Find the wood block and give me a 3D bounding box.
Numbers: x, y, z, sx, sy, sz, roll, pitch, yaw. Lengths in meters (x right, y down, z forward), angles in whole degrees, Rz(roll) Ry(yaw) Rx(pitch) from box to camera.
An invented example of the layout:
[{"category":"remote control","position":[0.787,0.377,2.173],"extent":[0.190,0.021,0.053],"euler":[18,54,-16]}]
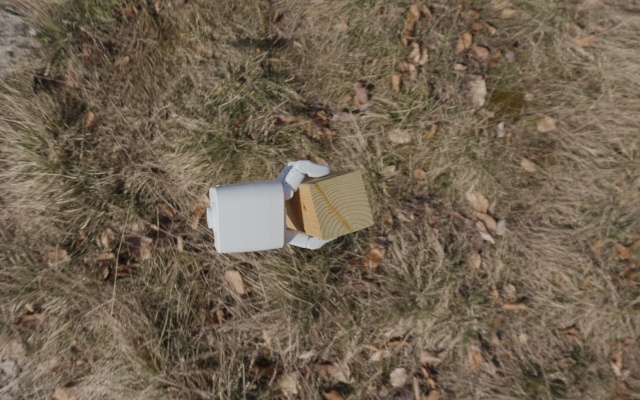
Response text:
[{"category":"wood block","position":[0.000,0.003,0.821],"extent":[0.090,0.091,0.206],"euler":[-17,8,-17]}]
